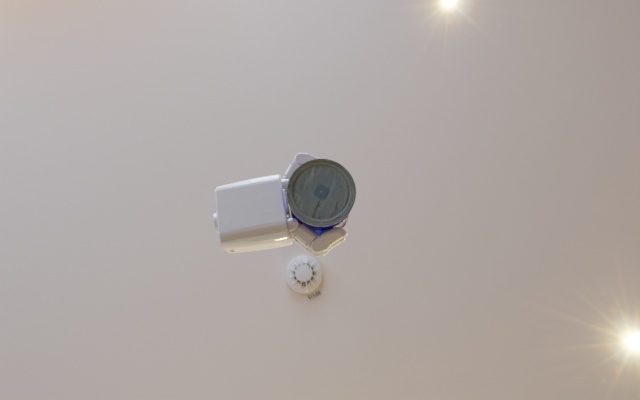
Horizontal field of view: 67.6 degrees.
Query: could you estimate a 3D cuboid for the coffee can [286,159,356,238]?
[{"bbox_3d":[0.000,0.002,0.767,0.103,0.102,0.140,0,-13,-1],"label":"coffee can"}]
